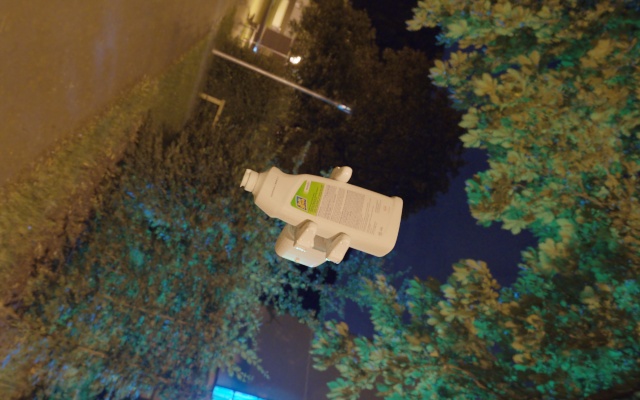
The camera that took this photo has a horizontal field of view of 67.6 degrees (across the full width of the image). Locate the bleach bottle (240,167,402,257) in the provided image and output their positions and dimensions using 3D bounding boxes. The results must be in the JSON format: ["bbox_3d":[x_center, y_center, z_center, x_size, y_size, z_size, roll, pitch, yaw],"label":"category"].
[{"bbox_3d":[0.000,0.003,0.749,0.251,0.102,0.068,21,-29,-11],"label":"bleach bottle"}]
